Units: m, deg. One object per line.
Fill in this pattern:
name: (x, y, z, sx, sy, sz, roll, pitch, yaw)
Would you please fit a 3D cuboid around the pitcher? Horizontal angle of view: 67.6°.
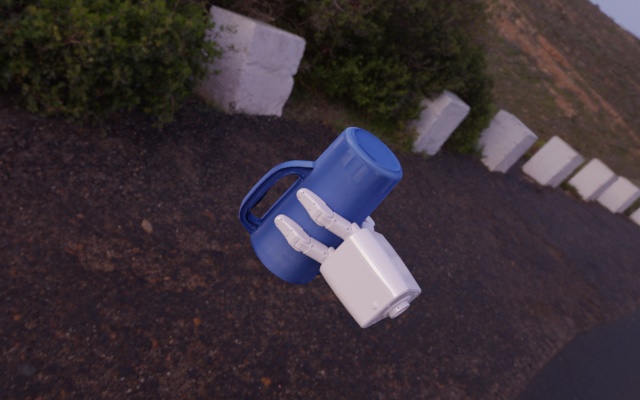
pitcher: (0.000, 0.003, 0.732, 0.243, 0.145, 0.149, -48, -26, 26)
